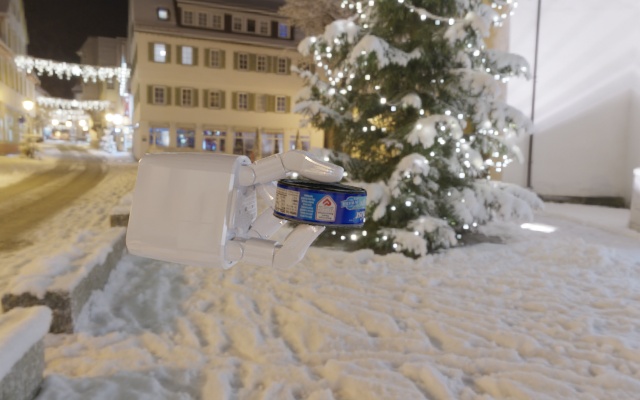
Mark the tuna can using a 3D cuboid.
[{"bbox_3d":[0.000,0.001,0.445,0.086,0.034,0.086,7,6,-1],"label":"tuna can"}]
